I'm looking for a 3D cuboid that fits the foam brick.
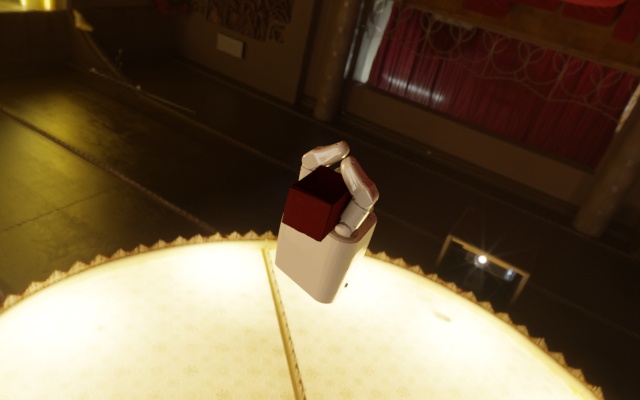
[{"bbox_3d":[0.000,0.002,0.545,0.053,0.051,0.078,27,31,15],"label":"foam brick"}]
